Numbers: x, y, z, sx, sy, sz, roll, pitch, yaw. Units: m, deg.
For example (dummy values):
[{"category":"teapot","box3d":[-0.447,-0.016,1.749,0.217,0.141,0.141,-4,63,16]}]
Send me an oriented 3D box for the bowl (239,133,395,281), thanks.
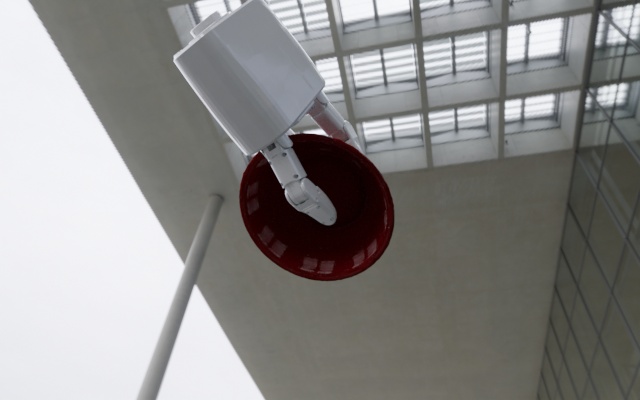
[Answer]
[{"category":"bowl","box3d":[0.001,0.003,0.498,0.162,0.162,0.055,0,23,18]}]
